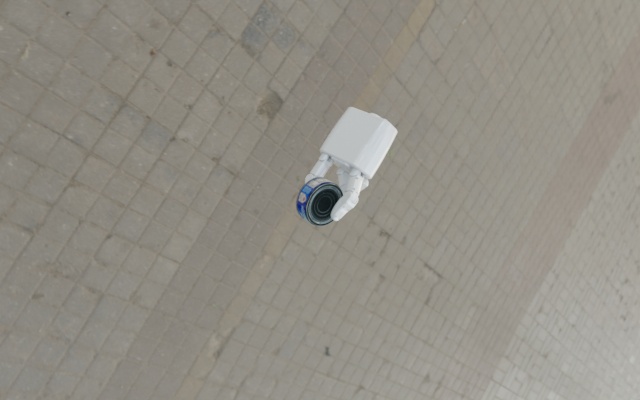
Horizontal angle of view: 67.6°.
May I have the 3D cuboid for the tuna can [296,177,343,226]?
[{"bbox_3d":[0.000,0.003,0.870,0.086,0.086,0.033,0,20,-37],"label":"tuna can"}]
